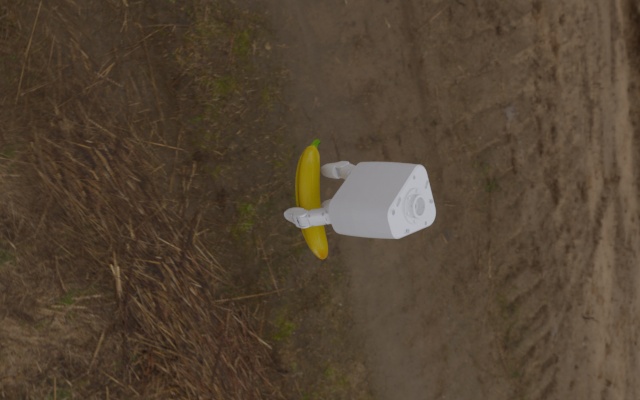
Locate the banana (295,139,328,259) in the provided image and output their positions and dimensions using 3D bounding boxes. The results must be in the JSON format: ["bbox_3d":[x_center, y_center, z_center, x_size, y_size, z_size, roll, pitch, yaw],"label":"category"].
[{"bbox_3d":[-0.011,0.000,0.759,0.037,0.198,0.069,1,5,36],"label":"banana"}]
